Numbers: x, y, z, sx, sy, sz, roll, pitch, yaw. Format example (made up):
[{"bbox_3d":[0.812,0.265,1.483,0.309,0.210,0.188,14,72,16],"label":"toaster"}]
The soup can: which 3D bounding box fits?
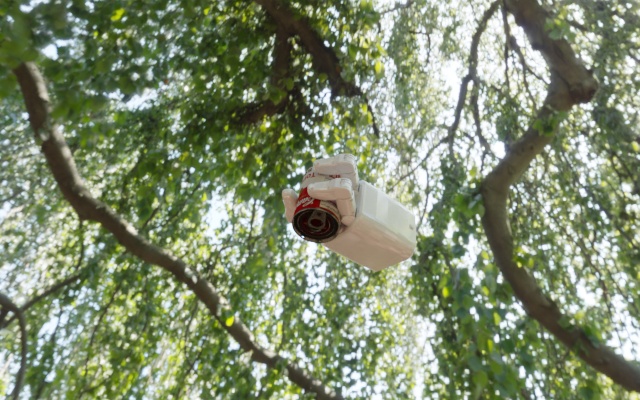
[{"bbox_3d":[0.000,0.002,0.697,0.068,0.069,0.102,0,42,11],"label":"soup can"}]
